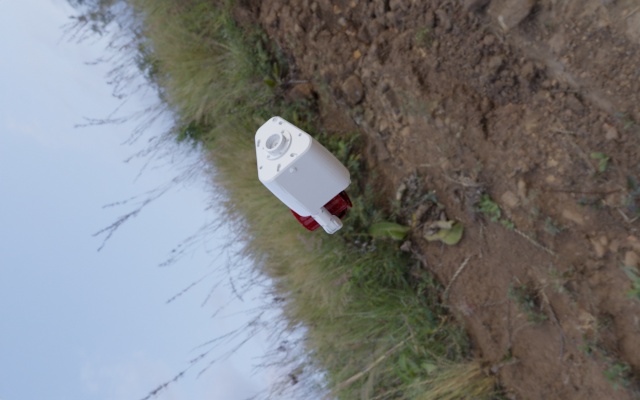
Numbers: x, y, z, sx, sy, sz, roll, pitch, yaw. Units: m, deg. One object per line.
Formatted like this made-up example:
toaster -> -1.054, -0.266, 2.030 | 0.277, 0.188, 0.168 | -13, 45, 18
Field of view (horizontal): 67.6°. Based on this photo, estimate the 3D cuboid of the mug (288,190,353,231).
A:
mug -> 0.001, 0.003, 0.807 | 0.081, 0.093, 0.117 | -37, -44, 10
